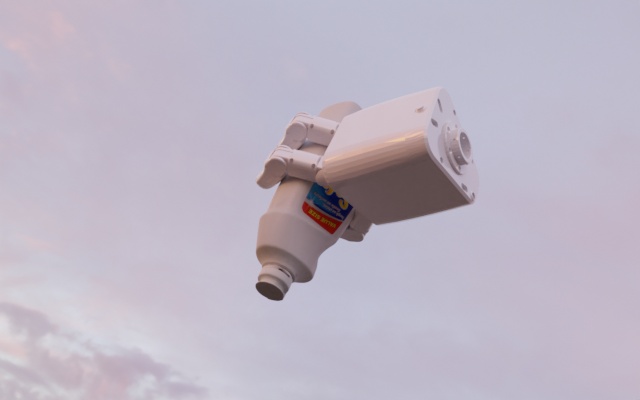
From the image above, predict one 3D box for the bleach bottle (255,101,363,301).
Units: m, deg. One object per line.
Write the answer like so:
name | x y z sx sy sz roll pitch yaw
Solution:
bleach bottle | 0.000 0.002 0.512 0.068 0.103 0.250 -12 37 36
